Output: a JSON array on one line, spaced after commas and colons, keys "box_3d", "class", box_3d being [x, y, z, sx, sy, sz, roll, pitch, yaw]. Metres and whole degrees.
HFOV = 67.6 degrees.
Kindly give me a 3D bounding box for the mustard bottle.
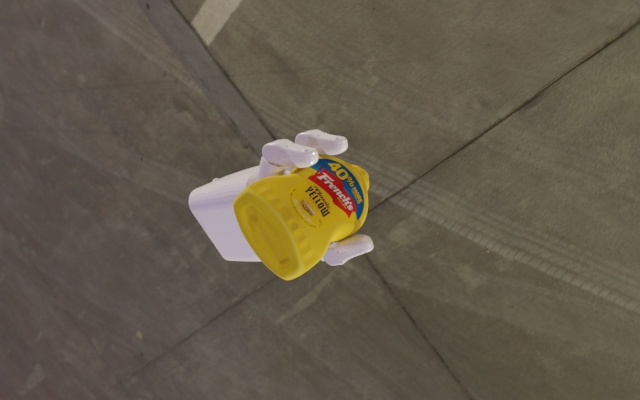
[{"box_3d": [0.000, 0.002, 0.510, 0.058, 0.096, 0.191, -39, -4, 38], "class": "mustard bottle"}]
